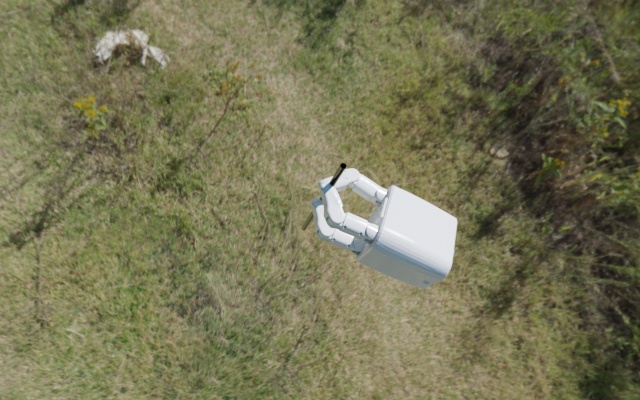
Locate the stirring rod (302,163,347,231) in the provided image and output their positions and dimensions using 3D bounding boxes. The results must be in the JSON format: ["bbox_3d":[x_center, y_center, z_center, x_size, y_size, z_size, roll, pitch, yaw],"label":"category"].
[{"bbox_3d":[0.000,0.002,0.689,0.011,0.011,0.240,0,-22,-14],"label":"stirring rod"}]
